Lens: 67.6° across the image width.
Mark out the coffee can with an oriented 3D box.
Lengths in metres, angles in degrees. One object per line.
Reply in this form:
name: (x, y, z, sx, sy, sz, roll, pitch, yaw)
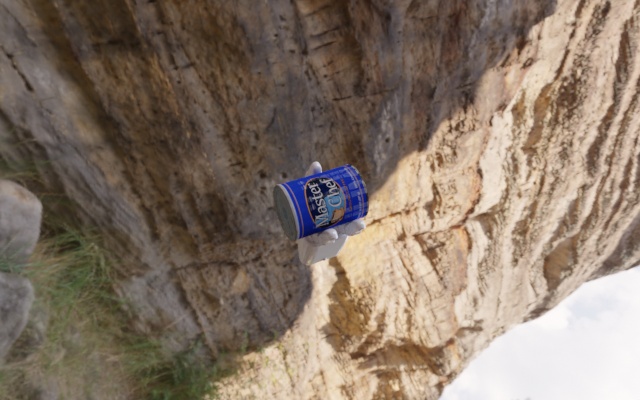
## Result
coffee can: (0.000, 0.003, 0.844, 0.140, 0.103, 0.103, -18, 6, -19)
